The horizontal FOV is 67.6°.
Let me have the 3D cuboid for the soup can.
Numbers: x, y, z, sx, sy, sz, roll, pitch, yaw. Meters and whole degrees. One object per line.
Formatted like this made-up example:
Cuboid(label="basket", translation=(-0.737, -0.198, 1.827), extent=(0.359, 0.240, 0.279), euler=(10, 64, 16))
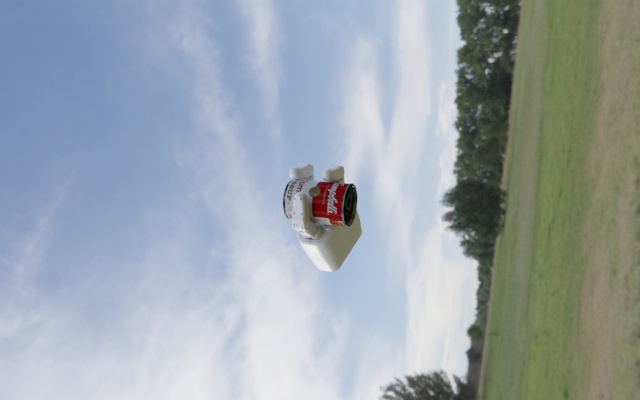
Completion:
Cuboid(label="soup can", translation=(0.000, 0.002, 0.756), extent=(0.102, 0.068, 0.068), euler=(6, 2, 22))
